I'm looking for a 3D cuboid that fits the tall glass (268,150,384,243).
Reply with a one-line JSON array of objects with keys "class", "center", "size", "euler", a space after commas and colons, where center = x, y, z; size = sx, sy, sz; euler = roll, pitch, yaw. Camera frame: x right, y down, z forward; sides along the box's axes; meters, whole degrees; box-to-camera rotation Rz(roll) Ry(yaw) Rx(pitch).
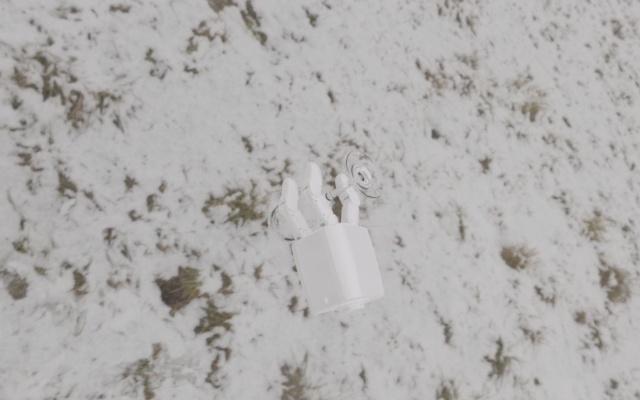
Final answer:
[{"class": "tall glass", "center": [0.001, 0.002, 0.733], "size": [0.079, 0.079, 0.201], "euler": [0, -23, -44]}]
